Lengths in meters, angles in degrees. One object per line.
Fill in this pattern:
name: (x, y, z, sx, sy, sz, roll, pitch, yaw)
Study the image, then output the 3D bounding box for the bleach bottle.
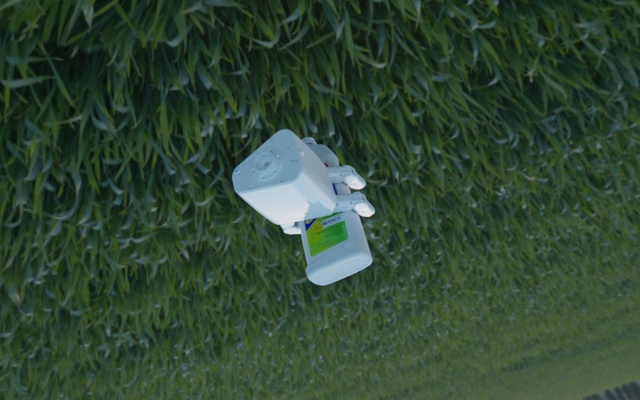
bleach bottle: (0.000, 0.003, 0.775, 0.102, 0.250, 0.068, -26, -33, 13)
